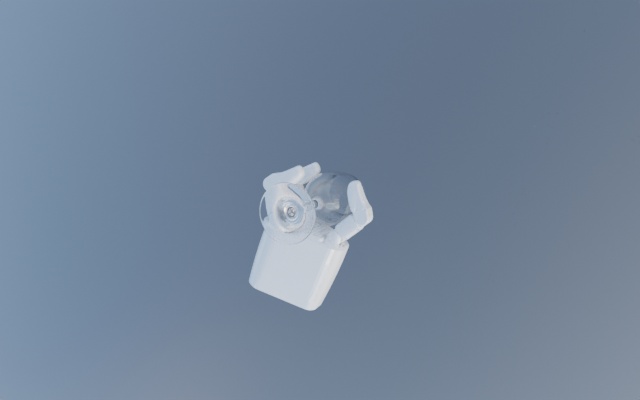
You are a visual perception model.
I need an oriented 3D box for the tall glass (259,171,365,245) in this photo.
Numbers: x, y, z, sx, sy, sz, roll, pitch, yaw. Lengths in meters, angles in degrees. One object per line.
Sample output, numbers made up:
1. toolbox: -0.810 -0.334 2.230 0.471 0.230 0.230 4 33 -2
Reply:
1. tall glass: 0.000 0.002 0.649 0.079 0.079 0.201 0 8 24
